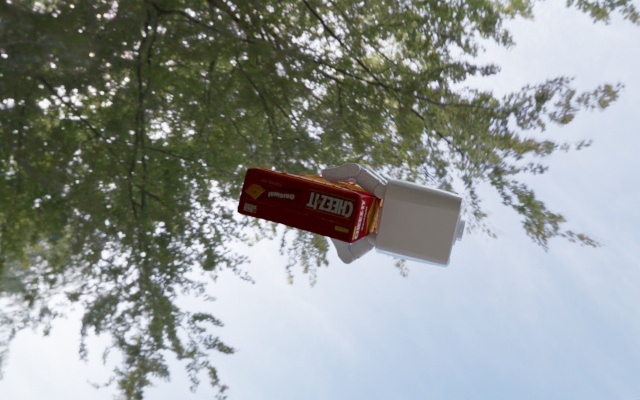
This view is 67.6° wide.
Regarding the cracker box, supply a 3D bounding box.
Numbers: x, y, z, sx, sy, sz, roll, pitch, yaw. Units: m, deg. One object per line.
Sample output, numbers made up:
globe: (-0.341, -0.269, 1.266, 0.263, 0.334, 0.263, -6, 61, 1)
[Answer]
cracker box: (0.000, 0.003, 0.713, 0.164, 0.072, 0.213, 14, 4, 16)
